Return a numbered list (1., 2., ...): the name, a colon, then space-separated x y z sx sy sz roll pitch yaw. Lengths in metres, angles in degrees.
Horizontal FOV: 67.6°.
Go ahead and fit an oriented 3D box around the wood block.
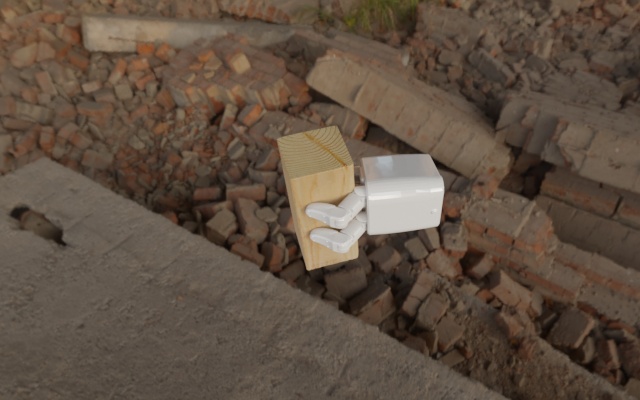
1. wood block: 0.000 0.002 0.722 0.090 0.090 0.206 -14 -43 -6
